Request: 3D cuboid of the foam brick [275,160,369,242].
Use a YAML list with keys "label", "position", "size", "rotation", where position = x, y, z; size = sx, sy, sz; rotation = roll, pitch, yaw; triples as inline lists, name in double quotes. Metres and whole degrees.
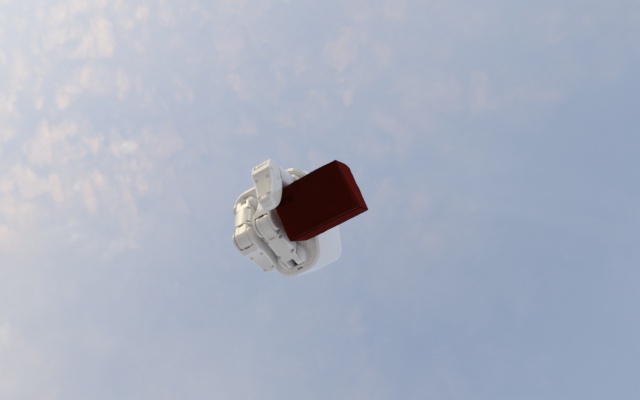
- label: "foam brick"
  position: [0.000, 0.002, 0.476]
  size: [0.078, 0.053, 0.051]
  rotation: [-27, -11, 15]
